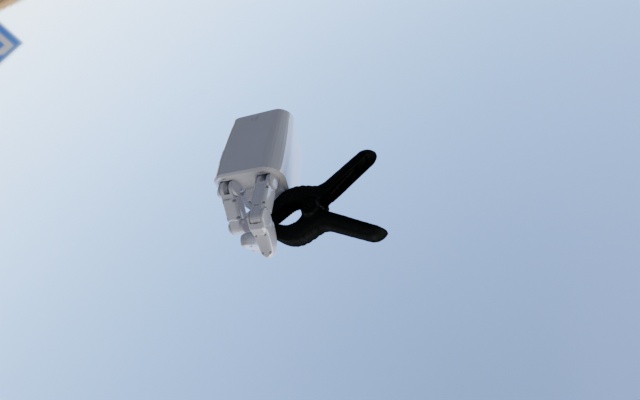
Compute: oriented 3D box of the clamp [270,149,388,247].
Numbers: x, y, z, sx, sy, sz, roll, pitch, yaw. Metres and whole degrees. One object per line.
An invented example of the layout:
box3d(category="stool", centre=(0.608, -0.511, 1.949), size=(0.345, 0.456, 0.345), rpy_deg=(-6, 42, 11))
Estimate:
box3d(category="clamp", centre=(0.000, 0.002, 0.576), size=(0.171, 0.120, 0.039), rpy_deg=(-8, -37, 23))
